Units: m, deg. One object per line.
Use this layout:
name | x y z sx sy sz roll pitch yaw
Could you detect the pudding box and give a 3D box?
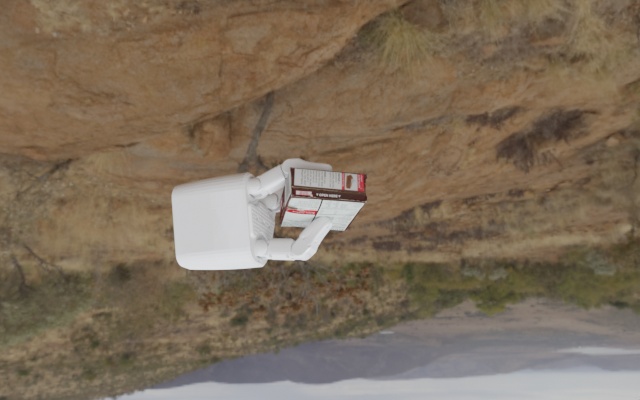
pudding box | 0.000 0.002 0.577 0.090 0.039 0.113 4 -20 -10
